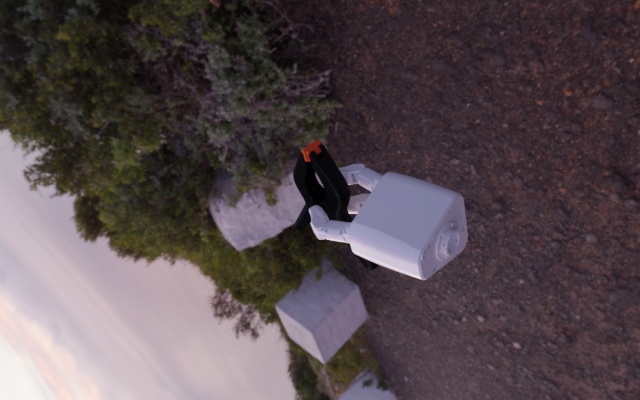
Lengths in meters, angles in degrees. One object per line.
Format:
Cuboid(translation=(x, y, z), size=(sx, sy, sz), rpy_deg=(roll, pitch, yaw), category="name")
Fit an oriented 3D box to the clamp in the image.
Cuboid(translation=(0.000, 0.002, 0.699), size=(0.164, 0.210, 0.036), rpy_deg=(19, 51, 40), category="clamp")
